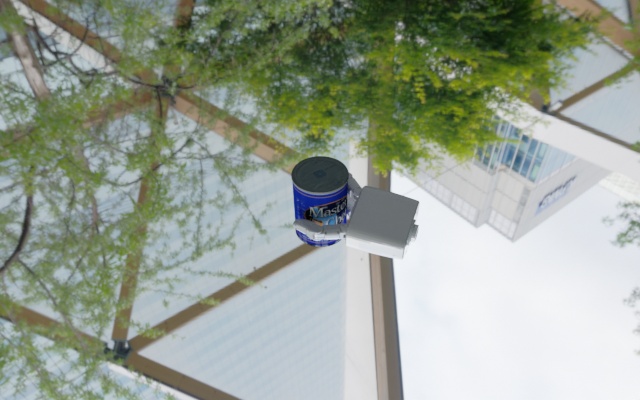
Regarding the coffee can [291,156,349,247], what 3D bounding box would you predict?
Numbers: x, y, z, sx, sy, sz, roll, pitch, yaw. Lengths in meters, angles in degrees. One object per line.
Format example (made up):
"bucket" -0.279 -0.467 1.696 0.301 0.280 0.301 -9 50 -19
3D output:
"coffee can" 0.000 0.003 0.895 0.103 0.140 0.102 -1 43 1
